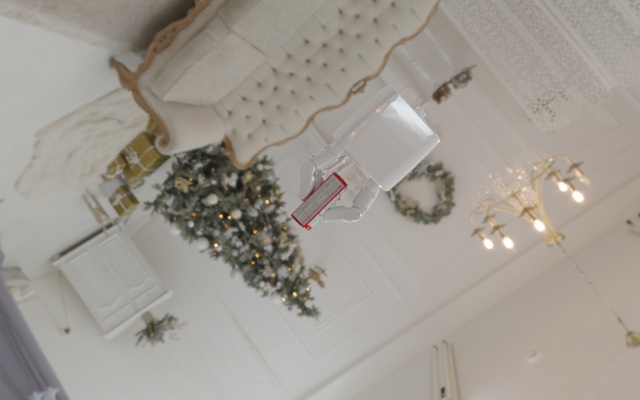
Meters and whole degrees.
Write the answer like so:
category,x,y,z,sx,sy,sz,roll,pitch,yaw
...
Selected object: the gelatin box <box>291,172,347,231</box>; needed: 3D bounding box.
category,x,y,z,sx,sy,sz,roll,pitch,yaw
gelatin box,0.000,0.003,0.701,0.030,0.089,0.073,44,-2,7
